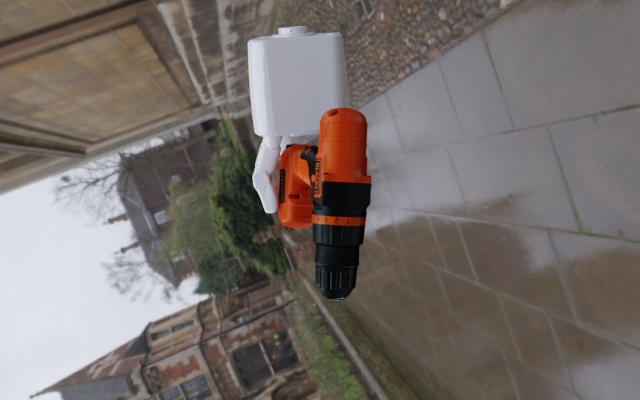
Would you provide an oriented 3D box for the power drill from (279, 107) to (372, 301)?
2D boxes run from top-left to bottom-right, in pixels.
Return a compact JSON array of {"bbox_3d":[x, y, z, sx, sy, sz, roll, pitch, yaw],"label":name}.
[{"bbox_3d":[0.000,0.001,0.524,0.057,0.184,0.187,4,1,-18],"label":"power drill"}]
